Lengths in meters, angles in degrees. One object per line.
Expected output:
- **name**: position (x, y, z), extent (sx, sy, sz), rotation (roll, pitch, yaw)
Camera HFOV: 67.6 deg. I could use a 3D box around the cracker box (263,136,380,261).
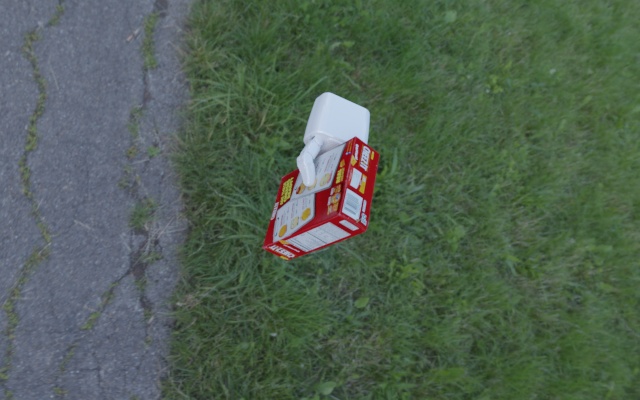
- **cracker box**: position (0.000, 0.003, 0.855), extent (0.072, 0.164, 0.214), rotation (32, -37, -28)
